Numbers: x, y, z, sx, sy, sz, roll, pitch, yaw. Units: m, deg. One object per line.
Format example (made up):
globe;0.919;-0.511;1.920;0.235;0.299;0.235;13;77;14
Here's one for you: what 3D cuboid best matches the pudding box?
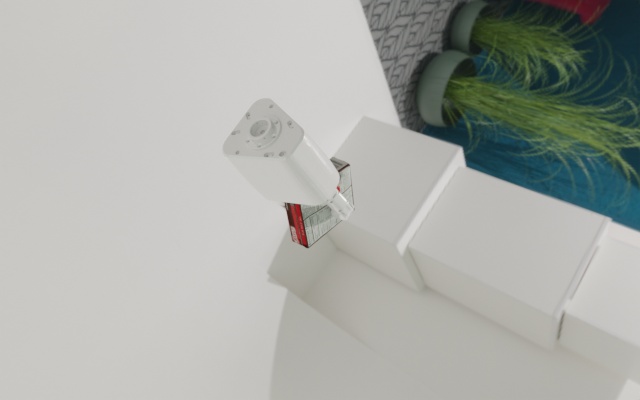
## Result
pudding box;0.000;0.002;0.699;0.039;0.090;0.113;26;47;37
